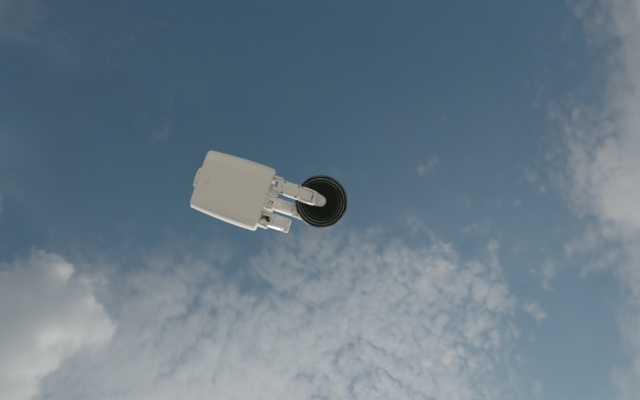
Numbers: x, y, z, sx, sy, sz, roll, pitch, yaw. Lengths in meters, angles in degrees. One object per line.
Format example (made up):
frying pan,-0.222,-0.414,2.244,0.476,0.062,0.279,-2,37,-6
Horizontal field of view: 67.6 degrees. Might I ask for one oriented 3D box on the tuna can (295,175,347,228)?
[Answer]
tuna can,0.000,0.003,0.791,0.086,0.086,0.034,0,-4,-4
